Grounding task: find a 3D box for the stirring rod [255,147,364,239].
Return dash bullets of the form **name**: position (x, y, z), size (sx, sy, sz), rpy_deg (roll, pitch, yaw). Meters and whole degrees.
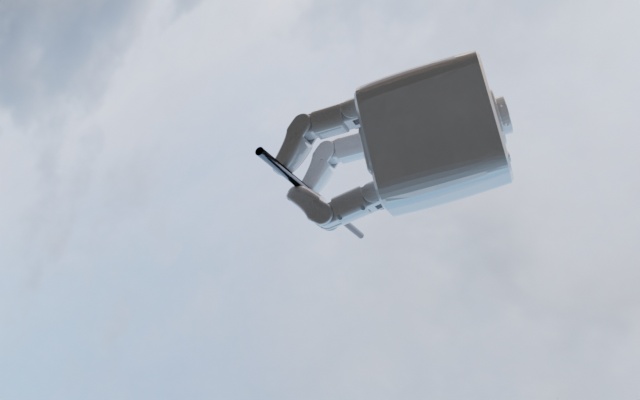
- **stirring rod**: position (0.000, 0.002, 0.491), size (0.011, 0.011, 0.240), rpy_deg (0, -20, 26)
